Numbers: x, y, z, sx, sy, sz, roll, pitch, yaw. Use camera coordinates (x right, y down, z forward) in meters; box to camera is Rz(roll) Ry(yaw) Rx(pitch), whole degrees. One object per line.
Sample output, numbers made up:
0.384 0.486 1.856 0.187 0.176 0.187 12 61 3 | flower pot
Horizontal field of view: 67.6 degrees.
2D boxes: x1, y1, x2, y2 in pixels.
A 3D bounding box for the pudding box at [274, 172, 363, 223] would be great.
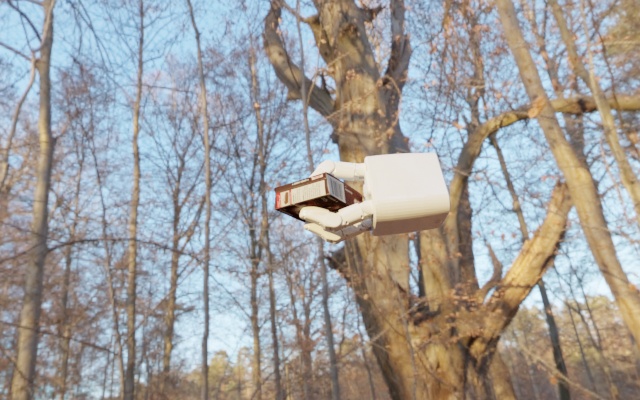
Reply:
0.000 0.002 0.696 0.090 0.039 0.113 -16 -26 27 | pudding box
